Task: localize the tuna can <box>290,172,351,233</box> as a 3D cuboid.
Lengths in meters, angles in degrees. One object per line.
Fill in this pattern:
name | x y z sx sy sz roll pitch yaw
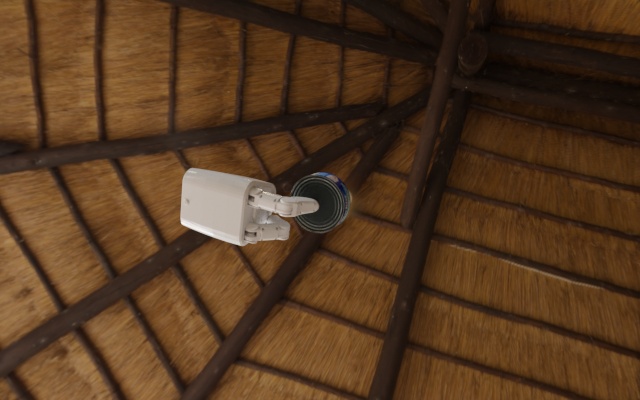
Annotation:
tuna can | 0.000 0.002 0.700 0.086 0.086 0.033 0 11 22
